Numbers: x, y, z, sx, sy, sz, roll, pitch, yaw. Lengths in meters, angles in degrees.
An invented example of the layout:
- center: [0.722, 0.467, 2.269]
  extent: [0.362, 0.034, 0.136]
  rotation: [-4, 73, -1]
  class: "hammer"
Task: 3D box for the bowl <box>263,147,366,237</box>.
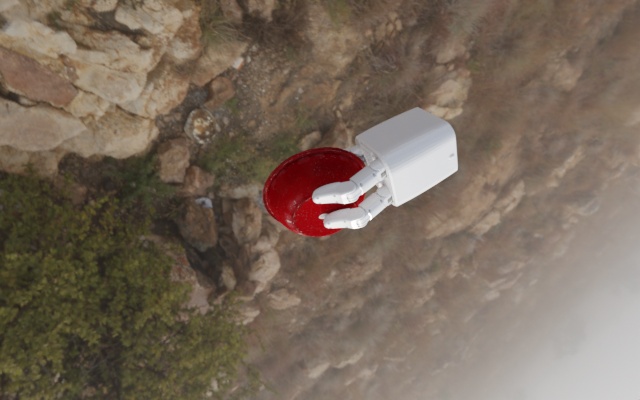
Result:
- center: [-0.001, 0.003, 0.690]
  extent: [0.162, 0.055, 0.162]
  rotation: [-10, -43, -9]
  class: "bowl"
